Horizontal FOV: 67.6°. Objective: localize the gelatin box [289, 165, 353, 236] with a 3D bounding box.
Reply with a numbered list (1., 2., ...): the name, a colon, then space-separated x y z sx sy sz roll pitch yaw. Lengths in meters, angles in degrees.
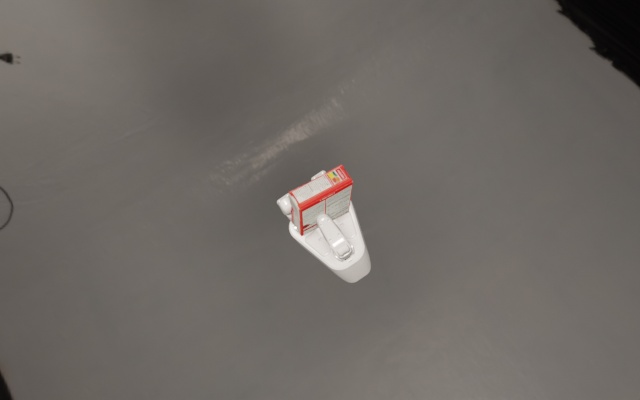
1. gelatin box: 0.000 0.002 0.590 0.073 0.030 0.089 -28 -22 -13
